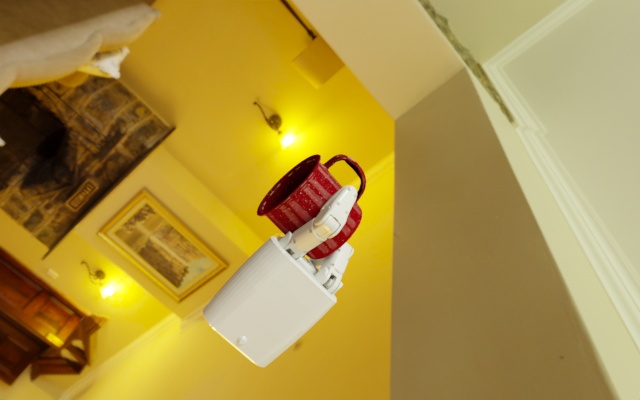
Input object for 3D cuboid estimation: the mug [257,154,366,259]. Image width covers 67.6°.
[{"bbox_3d":[0.001,0.001,0.523,0.117,0.081,0.093,-44,17,0],"label":"mug"}]
